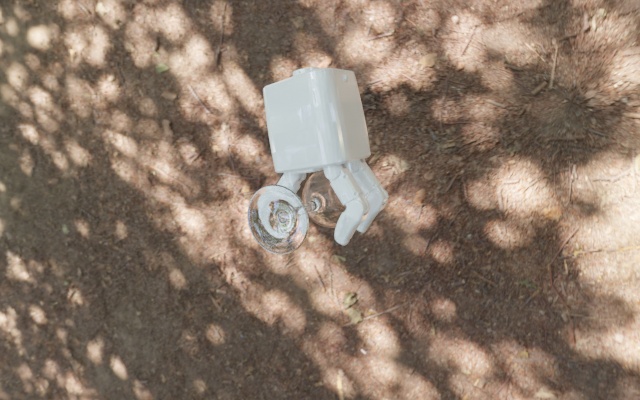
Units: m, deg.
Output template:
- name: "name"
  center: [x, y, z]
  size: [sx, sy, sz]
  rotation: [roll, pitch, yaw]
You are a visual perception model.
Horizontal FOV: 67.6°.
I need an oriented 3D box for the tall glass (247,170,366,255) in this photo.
- name: "tall glass"
  center: [0.000, 0.002, 0.578]
  size: [0.079, 0.079, 0.201]
  rotation: [0, 10, 28]
